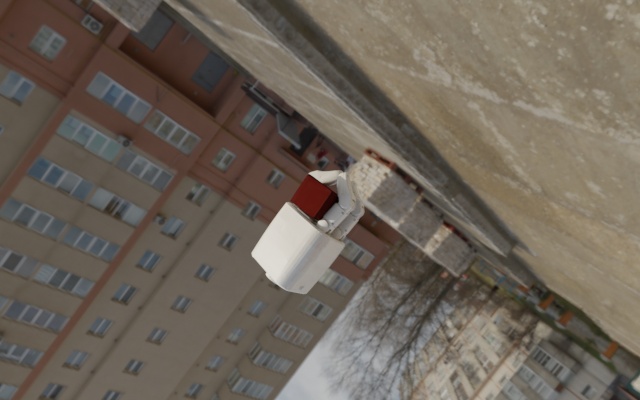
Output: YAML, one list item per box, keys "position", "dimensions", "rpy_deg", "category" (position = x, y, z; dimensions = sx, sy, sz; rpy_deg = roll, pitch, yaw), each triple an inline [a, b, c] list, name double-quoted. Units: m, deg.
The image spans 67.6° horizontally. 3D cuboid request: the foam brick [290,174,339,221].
- position: [0.000, 0.002, 0.746]
  dimensions: [0.053, 0.051, 0.078]
  rpy_deg: [37, 2, 28]
  category: "foam brick"
